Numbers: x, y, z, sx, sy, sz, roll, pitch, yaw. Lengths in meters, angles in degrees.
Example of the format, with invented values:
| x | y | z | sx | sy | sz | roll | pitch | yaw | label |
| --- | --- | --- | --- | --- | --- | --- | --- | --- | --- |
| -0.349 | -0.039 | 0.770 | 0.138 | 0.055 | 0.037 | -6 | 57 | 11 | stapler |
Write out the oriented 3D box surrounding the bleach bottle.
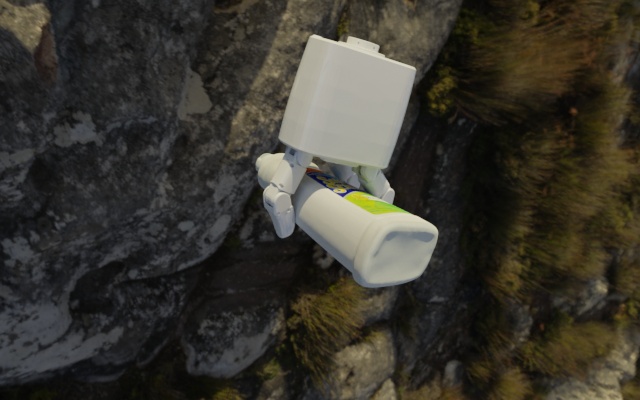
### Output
| x | y | z | sx | sy | sz | roll | pitch | yaw | label |
| --- | --- | --- | --- | --- | --- | --- | --- | --- | --- |
| 0.000 | 0.002 | 0.521 | 0.102 | 0.068 | 0.250 | 4 | 21 | -43 | bleach bottle |
